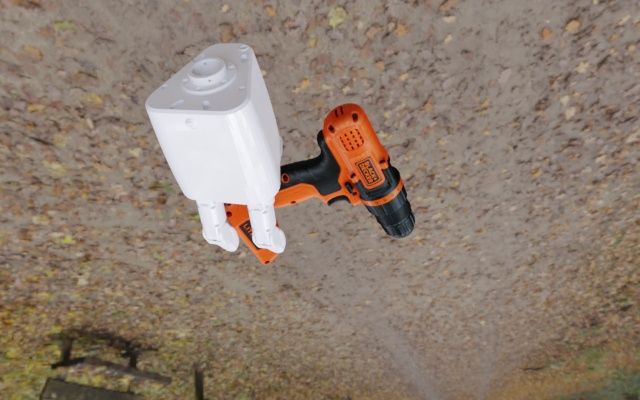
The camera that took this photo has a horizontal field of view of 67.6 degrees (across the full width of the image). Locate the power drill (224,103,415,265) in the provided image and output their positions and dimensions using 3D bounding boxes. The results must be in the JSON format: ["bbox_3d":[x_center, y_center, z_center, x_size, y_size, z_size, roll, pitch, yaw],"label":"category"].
[{"bbox_3d":[0.000,0.002,0.540,0.187,0.184,0.057,-25,33,11],"label":"power drill"}]
